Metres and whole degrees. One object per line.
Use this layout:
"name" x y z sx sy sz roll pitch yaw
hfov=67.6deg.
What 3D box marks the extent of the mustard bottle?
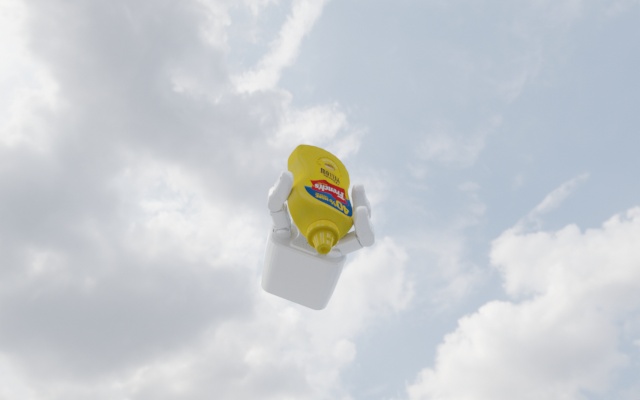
"mustard bottle" 0.000 0.002 0.651 0.096 0.058 0.191 30 31 -23
